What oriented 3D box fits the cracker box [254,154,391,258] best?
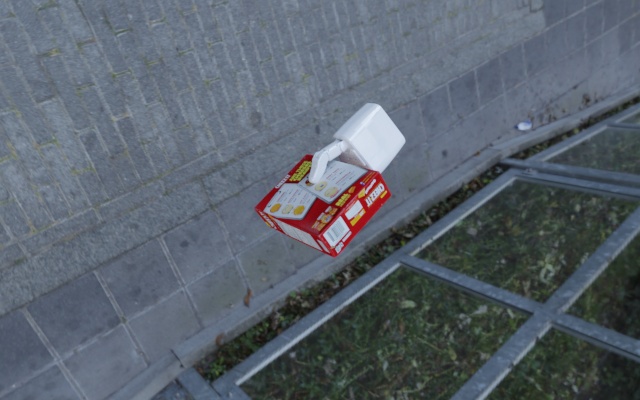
[{"bbox_3d":[0.000,0.003,0.900,0.164,0.072,0.213,-47,36,-19],"label":"cracker box"}]
